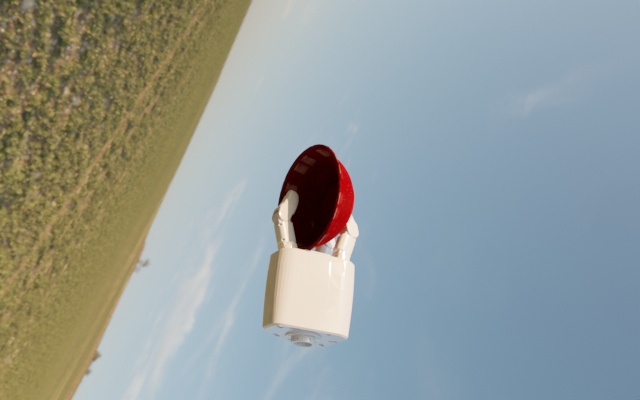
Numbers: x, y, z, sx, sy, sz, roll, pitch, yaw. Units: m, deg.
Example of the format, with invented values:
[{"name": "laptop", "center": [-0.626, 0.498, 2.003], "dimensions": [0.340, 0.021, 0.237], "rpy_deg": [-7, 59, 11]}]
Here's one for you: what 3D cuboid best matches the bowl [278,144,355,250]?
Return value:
[{"name": "bowl", "center": [0.001, 0.001, 0.700], "dimensions": [0.055, 0.162, 0.162], "rpy_deg": [14, -8, -33]}]
